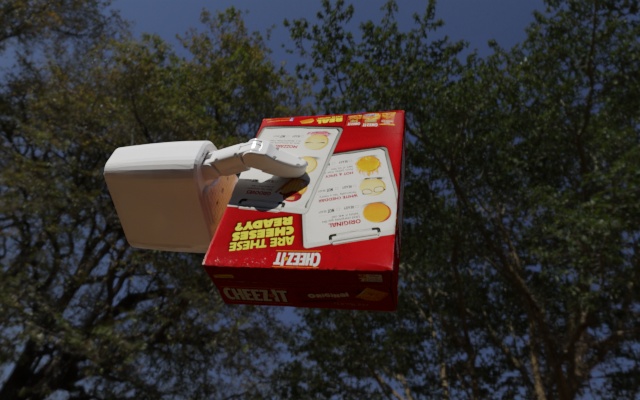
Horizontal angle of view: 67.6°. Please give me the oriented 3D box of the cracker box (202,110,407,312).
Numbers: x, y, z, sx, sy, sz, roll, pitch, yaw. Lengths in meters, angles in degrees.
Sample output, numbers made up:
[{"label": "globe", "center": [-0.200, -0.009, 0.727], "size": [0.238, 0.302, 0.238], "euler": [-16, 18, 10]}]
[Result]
[{"label": "cracker box", "center": [0.000, 0.001, 0.478], "size": [0.164, 0.213, 0.072], "euler": [-1, -44, 14]}]
